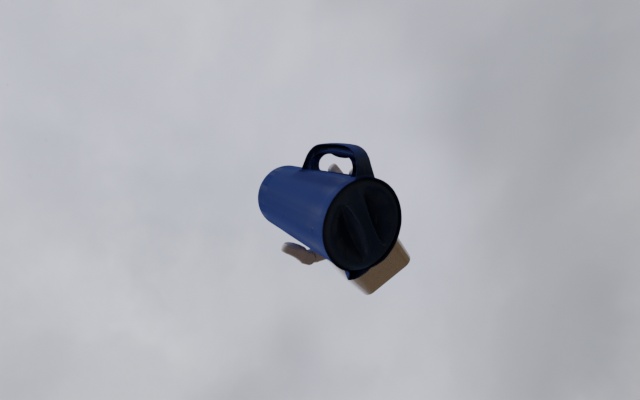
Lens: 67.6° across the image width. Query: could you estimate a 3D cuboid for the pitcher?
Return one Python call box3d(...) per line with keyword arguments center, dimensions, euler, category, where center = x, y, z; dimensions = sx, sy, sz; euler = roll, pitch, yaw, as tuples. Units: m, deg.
box3d(center=(0.000, 0.003, 0.736), dimensions=(0.145, 0.149, 0.243), euler=(47, -15, -31), category="pitcher")
